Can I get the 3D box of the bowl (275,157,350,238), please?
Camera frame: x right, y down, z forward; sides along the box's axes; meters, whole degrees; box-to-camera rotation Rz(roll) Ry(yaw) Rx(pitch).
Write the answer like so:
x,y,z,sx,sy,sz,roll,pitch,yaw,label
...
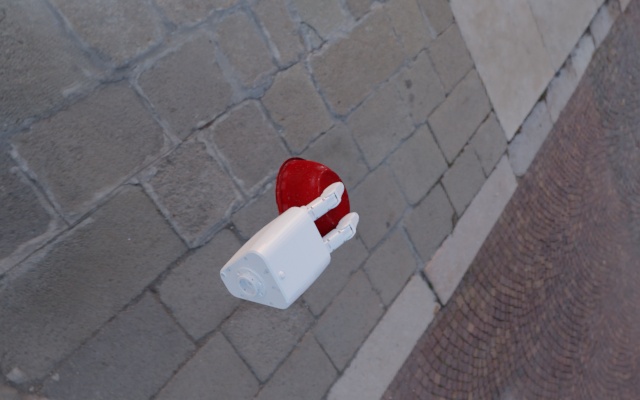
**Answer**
x,y,z,sx,sy,sz,roll,pitch,yaw,label
0.001,0.001,0.749,0.055,0.162,0.162,-16,-9,30,bowl
